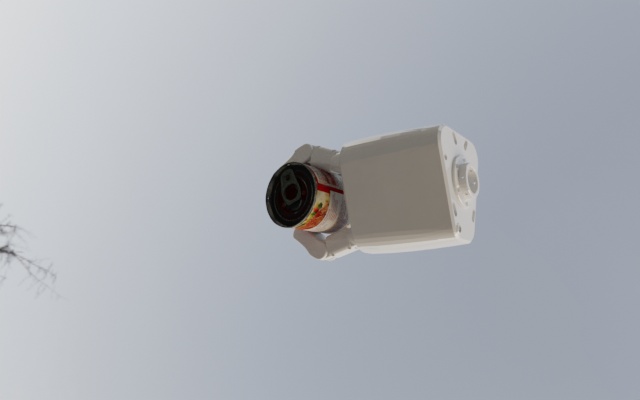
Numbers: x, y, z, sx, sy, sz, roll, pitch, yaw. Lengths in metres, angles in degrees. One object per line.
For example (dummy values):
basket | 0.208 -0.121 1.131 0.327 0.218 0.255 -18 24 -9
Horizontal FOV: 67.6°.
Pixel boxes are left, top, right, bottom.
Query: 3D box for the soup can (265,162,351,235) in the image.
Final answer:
soup can | 0.000 0.002 0.519 0.068 0.068 0.102 0 -9 39
